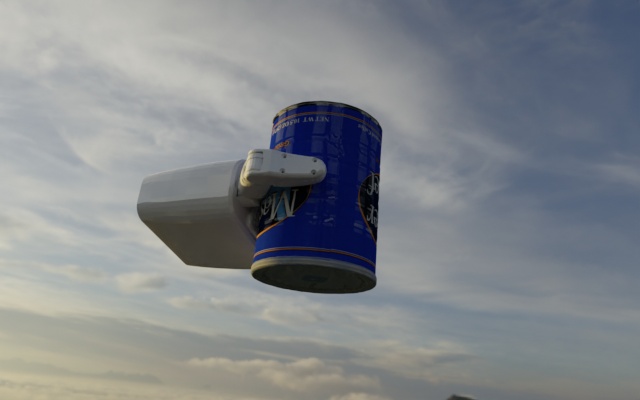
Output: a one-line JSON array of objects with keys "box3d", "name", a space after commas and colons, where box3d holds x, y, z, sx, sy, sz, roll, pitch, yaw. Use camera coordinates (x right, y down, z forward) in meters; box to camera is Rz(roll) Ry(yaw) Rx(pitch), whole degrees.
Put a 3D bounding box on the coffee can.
[{"box3d": [0.000, 0.001, 0.414, 0.103, 0.140, 0.103, 5, -22, 2], "name": "coffee can"}]
